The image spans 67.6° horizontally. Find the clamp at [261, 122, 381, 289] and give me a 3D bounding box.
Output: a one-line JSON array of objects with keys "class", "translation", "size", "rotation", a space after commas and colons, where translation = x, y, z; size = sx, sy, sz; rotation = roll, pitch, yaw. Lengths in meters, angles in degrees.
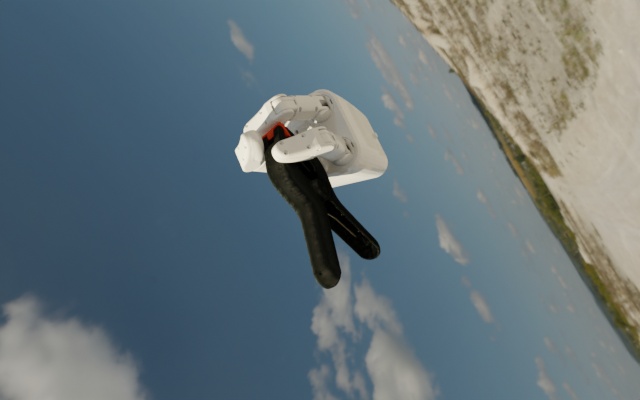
[{"class": "clamp", "translation": [-0.001, 0.002, 0.479], "size": [0.039, 0.171, 0.120], "rotation": [-30, -15, 22]}]
